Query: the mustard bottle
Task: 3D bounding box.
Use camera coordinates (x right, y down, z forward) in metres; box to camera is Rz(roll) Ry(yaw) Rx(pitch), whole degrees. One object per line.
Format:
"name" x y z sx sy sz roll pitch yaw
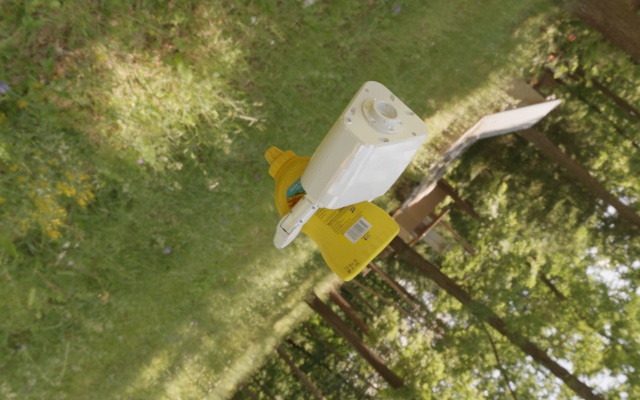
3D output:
"mustard bottle" 0.000 0.002 0.600 0.096 0.191 0.058 -42 -11 -18
